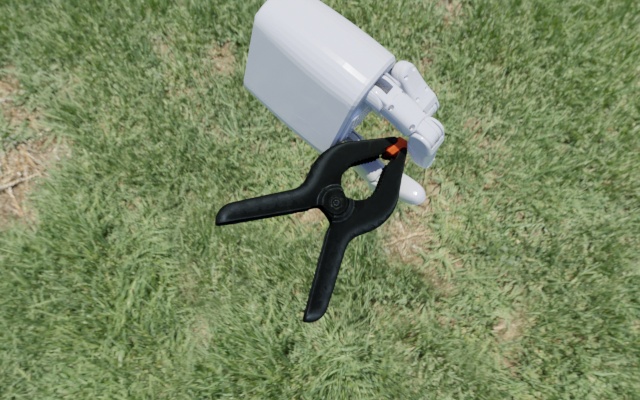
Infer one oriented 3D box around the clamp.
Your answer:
[{"bbox_3d":[0.000,0.001,0.401,0.120,0.171,0.039,40,-12,-6],"label":"clamp"}]
